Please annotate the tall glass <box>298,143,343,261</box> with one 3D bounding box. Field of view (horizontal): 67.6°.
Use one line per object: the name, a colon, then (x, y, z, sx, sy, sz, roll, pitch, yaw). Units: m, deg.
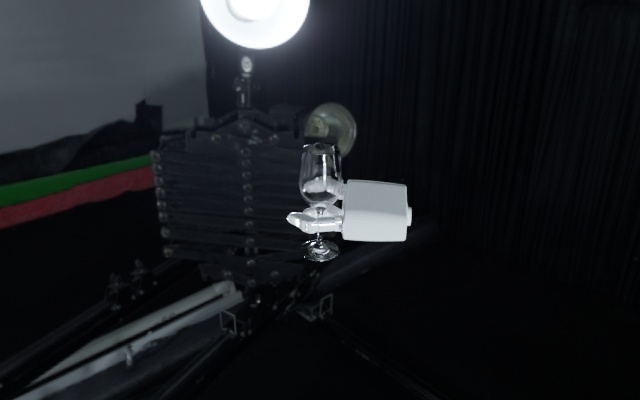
tall glass: (0.000, 0.003, 0.841, 0.079, 0.201, 0.079, 0, 25, 0)
